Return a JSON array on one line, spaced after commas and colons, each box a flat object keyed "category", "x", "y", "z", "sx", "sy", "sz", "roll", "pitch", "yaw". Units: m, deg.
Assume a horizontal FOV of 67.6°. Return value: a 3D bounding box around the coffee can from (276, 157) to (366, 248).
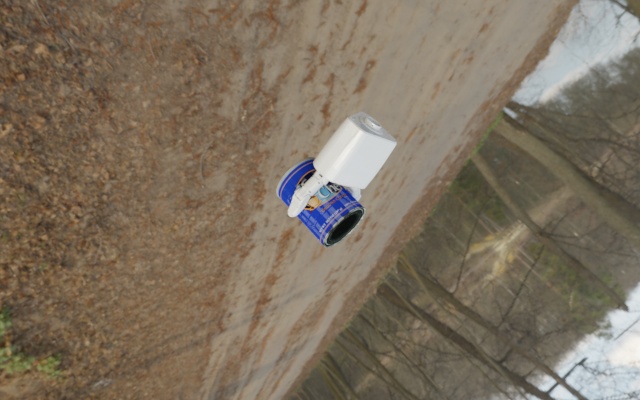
[{"category": "coffee can", "x": 0.000, "y": 0.003, "z": 0.888, "sx": 0.140, "sy": 0.103, "sz": 0.103, "roll": 46, "pitch": 20, "yaw": 21}]
